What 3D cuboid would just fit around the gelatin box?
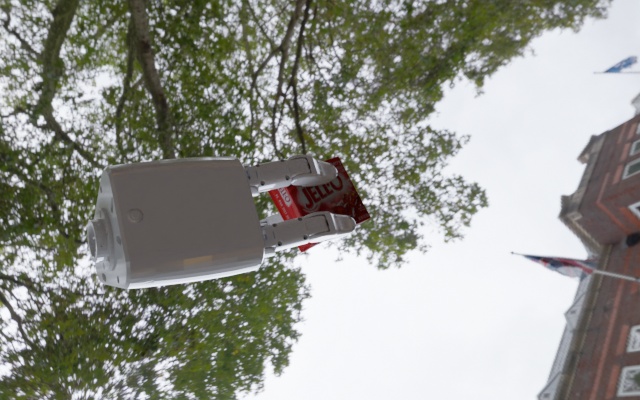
[{"bbox_3d":[0.000,0.002,0.470,0.089,0.073,0.030,-21,-9,-46],"label":"gelatin box"}]
